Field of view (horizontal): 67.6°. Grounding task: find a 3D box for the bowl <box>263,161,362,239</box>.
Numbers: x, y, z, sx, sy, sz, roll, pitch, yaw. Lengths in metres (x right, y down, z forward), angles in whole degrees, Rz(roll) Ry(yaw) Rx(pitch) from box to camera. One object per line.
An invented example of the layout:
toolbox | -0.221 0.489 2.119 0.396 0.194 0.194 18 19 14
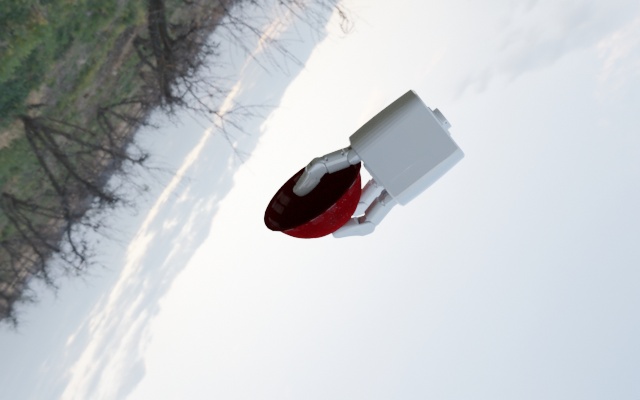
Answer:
bowl | -0.001 0.003 0.670 0.162 0.055 0.162 -28 28 16
